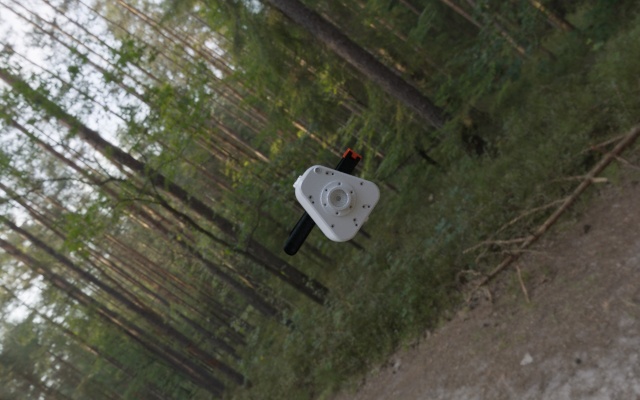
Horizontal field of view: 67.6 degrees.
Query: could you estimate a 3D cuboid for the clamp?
[{"bbox_3d":[0.000,0.002,0.850,0.036,0.210,0.164,35,-4,-3],"label":"clamp"}]
